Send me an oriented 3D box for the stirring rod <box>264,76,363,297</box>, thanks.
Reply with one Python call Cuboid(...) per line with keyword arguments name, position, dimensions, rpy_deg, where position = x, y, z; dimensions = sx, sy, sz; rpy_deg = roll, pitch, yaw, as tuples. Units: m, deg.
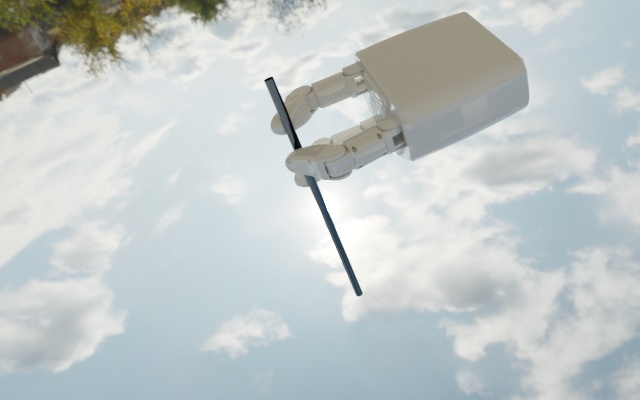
Cuboid(name="stirring rod", position=(0.000, 0.001, 0.429), dimensions=(0.011, 0.240, 0.011), rpy_deg=(-16, 32, 11))
